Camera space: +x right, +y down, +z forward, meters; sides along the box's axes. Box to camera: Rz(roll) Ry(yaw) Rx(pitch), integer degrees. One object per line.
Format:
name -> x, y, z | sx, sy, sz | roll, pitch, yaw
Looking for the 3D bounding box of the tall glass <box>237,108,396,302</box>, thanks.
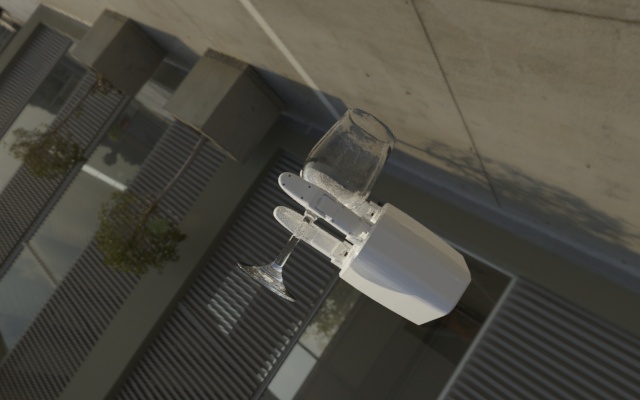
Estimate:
tall glass -> 0.000, 0.002, 0.501 | 0.079, 0.201, 0.079 | 34, -5, 3
